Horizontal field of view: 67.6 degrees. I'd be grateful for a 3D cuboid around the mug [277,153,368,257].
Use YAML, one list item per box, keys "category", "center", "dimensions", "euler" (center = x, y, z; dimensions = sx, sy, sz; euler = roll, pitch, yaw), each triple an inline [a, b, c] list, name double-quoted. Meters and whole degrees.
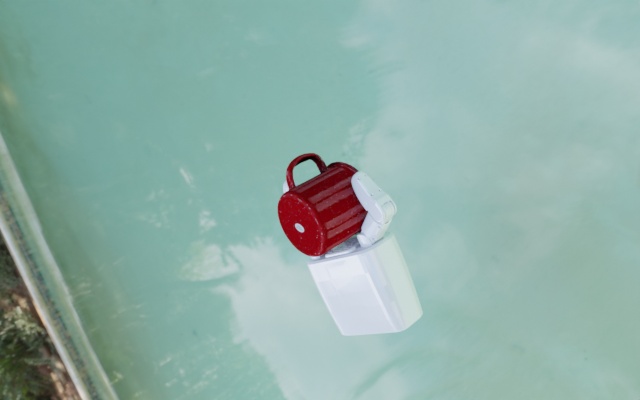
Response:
- category: "mug"
  center: [-0.001, 0.001, 0.549]
  dimensions: [0.081, 0.117, 0.093]
  euler: [-29, 7, -34]
